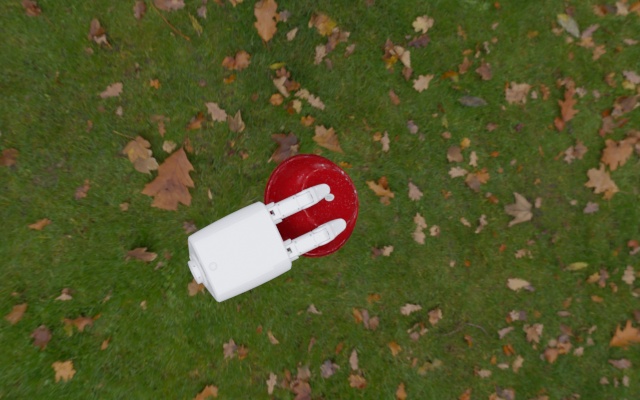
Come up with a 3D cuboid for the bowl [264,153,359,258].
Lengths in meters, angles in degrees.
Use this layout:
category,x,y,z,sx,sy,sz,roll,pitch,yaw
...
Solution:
category,x,y,z,sx,sy,sz,roll,pitch,yaw
bowl,0.001,0.001,0.710,0.162,0.162,0.055,0,-10,-29
